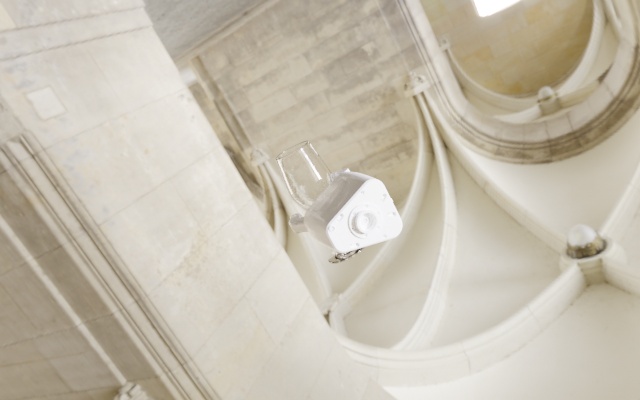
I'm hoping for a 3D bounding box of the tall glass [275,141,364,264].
[{"bbox_3d":[0.000,0.003,0.797,0.079,0.201,0.079,-27,15,8],"label":"tall glass"}]
